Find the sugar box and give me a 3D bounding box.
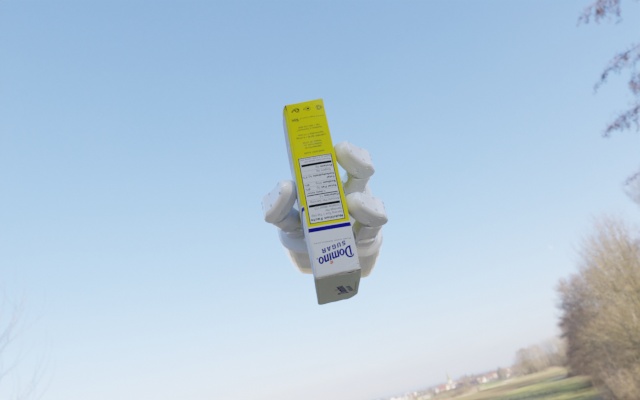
[{"bbox_3d":[0.001,0.001,0.457,0.048,0.176,0.093,-12,-24,-4],"label":"sugar box"}]
